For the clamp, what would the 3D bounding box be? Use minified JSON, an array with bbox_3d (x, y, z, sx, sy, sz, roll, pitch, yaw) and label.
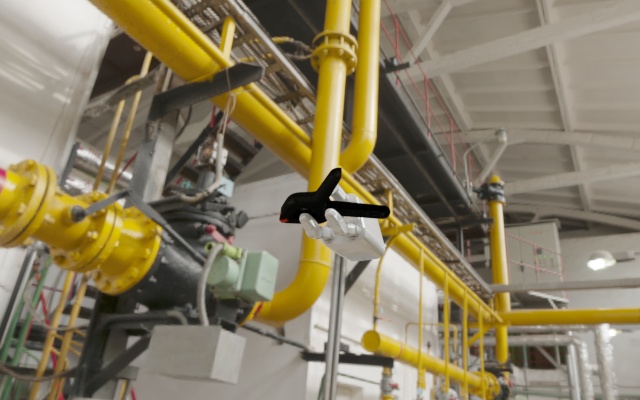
[{"bbox_3d":[0.000,0.002,0.869,0.210,0.036,0.165,-10,-34,30],"label":"clamp"}]
